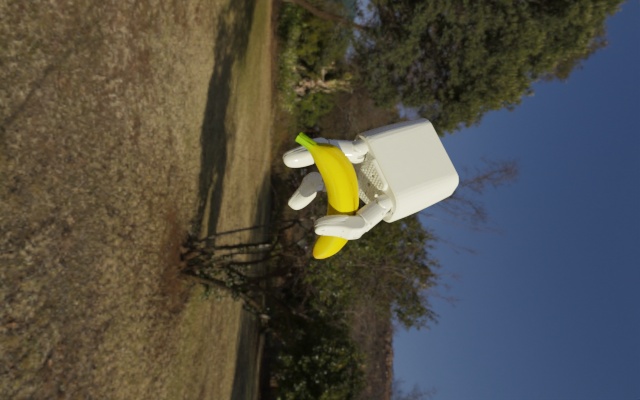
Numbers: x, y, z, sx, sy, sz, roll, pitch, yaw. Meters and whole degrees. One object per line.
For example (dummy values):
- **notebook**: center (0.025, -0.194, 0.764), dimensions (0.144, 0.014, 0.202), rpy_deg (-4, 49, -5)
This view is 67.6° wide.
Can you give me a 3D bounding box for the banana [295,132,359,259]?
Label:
- **banana**: center (0.015, 0.005, 0.589), dimensions (0.069, 0.198, 0.037), rpy_deg (19, 44, 29)
